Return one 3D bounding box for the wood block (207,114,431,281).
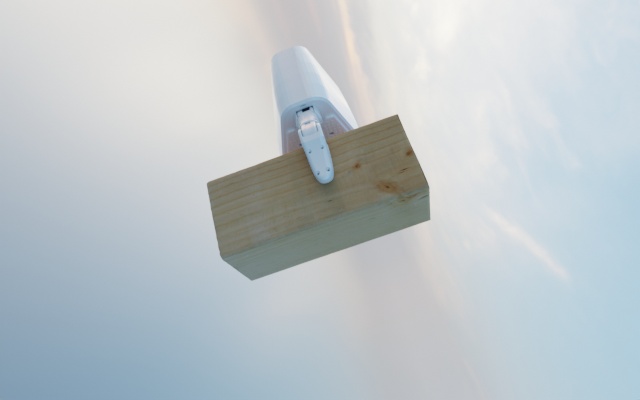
[{"bbox_3d":[0.000,0.001,0.498,0.206,0.090,0.091,-20,-27,5],"label":"wood block"}]
